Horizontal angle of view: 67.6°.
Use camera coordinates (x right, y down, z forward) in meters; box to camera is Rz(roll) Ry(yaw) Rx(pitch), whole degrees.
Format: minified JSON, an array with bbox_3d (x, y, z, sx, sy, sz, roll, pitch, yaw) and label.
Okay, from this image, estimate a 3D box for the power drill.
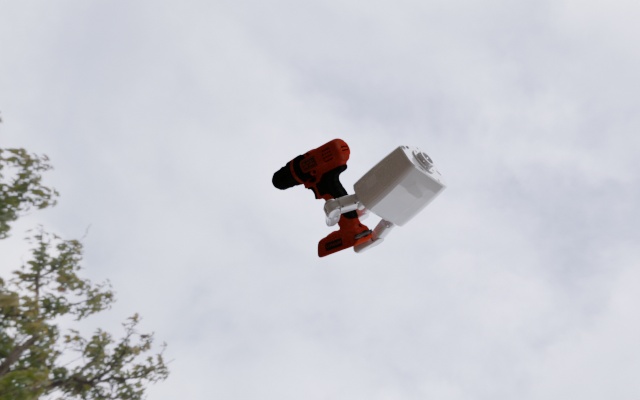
[{"bbox_3d":[0.001,0.003,0.850,0.184,0.187,0.057,-24,-3,43],"label":"power drill"}]
